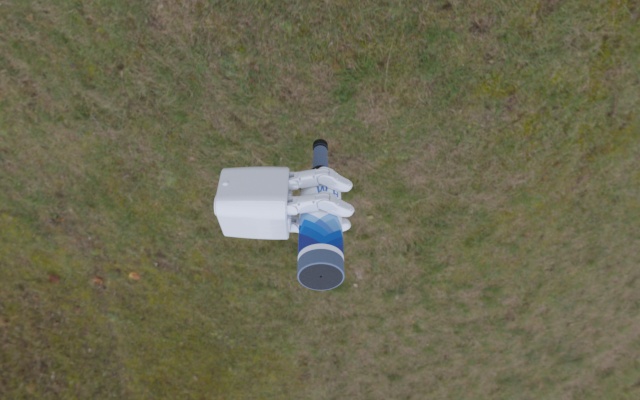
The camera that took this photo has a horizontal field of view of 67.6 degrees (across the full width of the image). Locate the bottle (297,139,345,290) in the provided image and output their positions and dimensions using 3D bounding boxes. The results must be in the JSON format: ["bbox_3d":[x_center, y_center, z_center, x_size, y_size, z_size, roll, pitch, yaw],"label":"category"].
[{"bbox_3d":[0.000,0.003,0.769,0.069,0.295,0.069,0,-45,0],"label":"bottle"}]
